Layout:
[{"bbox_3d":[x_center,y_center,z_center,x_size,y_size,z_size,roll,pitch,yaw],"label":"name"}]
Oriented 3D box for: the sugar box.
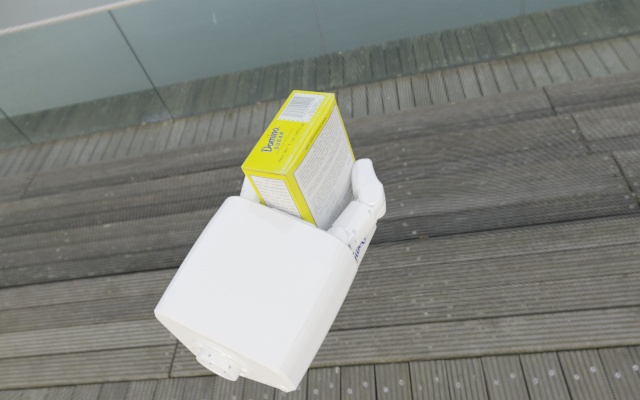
[{"bbox_3d":[-0.001,0.001,0.423,0.048,0.093,0.176,12,-36,26],"label":"sugar box"}]
